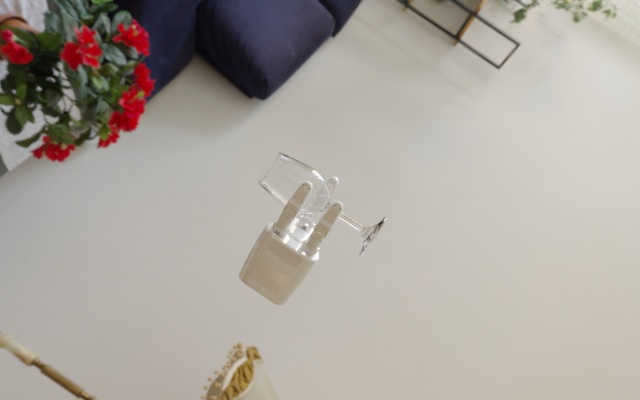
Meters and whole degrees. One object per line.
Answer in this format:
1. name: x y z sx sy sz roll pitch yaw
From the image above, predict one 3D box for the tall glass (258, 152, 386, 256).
1. tall glass: 0.001 0.003 0.760 0.201 0.079 0.079 34 1 1
